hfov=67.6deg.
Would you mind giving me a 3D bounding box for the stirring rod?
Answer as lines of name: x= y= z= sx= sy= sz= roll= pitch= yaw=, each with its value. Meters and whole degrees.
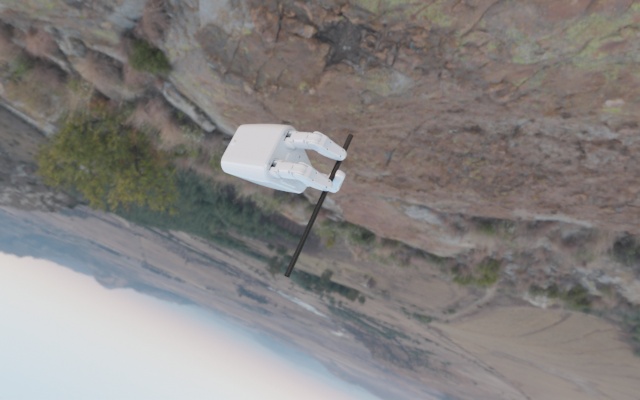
stirring rod: x=0.000 y=0.002 z=0.706 sx=0.011 sy=0.239 sz=0.011 roll=22 pitch=-19 yaw=8
